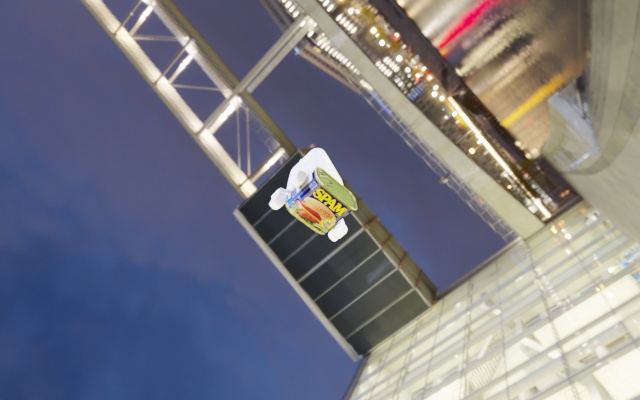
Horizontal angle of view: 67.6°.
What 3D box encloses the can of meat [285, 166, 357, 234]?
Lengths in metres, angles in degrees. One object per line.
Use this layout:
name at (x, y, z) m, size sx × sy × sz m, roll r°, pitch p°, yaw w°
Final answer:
can of meat at (0.000, 0.003, 0.853) m, size 0.102 × 0.084 × 0.057 m, roll 38°, pitch 24°, yaw -25°
